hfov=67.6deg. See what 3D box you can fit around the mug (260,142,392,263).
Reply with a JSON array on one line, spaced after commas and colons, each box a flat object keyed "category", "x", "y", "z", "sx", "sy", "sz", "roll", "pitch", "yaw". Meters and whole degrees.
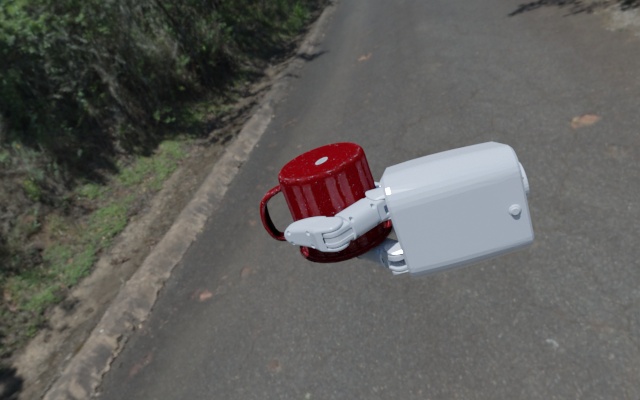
[{"category": "mug", "x": -0.001, "y": 0.002, "z": 0.443, "sx": 0.117, "sy": 0.081, "sz": 0.093, "roll": -16, "pitch": 23, "yaw": 11}]
